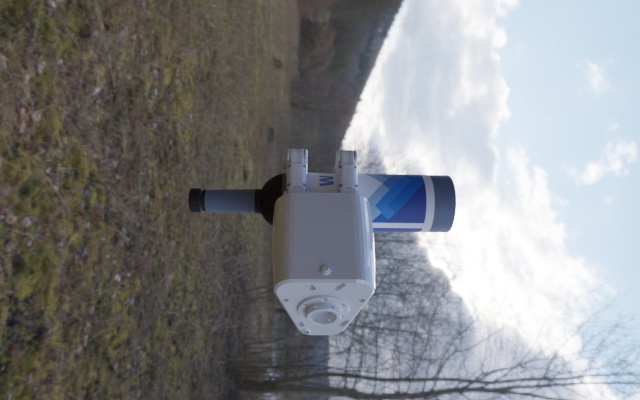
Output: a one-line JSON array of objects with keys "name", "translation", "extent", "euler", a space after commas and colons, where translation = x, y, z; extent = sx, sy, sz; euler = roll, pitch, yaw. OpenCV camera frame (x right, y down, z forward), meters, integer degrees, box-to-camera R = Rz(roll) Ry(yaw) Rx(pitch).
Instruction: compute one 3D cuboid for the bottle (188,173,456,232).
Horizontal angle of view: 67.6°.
[{"name": "bottle", "translation": [0.000, 0.002, 0.548], "extent": [0.296, 0.069, 0.069], "euler": [1, 0, -2]}]
